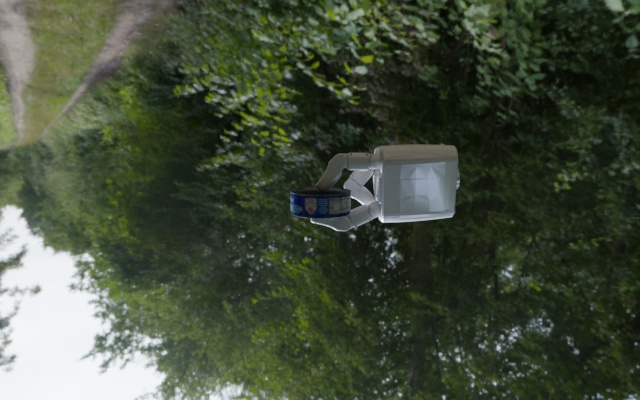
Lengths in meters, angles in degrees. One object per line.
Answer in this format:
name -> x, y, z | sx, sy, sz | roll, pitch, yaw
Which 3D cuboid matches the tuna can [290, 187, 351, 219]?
tuna can -> 0.000, 0.003, 0.671 | 0.086, 0.034, 0.086 | 0, 8, 0
